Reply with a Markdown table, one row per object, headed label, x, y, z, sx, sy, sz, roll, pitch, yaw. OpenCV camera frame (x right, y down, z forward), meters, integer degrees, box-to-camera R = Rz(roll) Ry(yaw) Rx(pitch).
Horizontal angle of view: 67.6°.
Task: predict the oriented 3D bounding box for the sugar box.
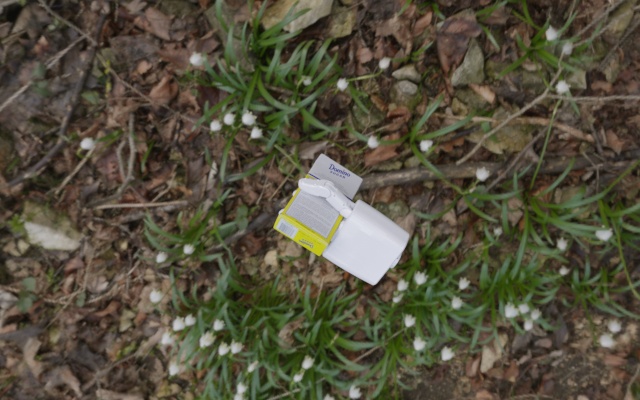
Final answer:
| label | x | y | z | sx | sy | sz | roll | pitch | yaw |
| --- | --- | --- | --- | --- | --- | --- | --- | --- | --- |
| sugar box | 0.000 | 0.003 | 0.827 | 0.093 | 0.048 | 0.176 | 33 | 44 | -1 |
